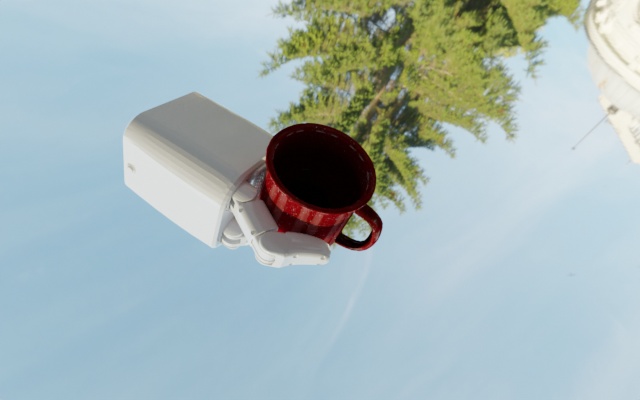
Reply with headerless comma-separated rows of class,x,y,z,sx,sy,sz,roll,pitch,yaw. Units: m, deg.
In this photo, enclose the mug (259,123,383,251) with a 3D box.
mug,0.001,0.002,0.411,0.117,0.093,0.081,34,-39,6
